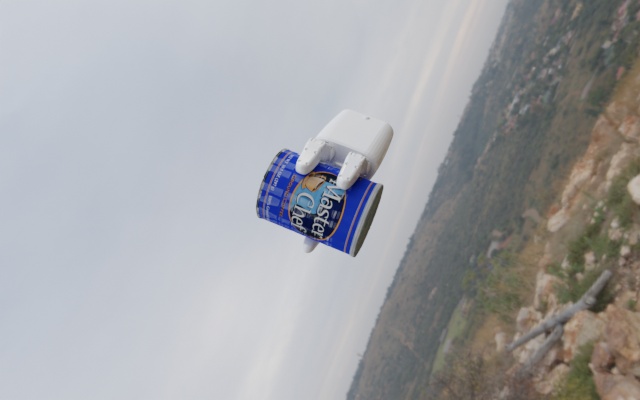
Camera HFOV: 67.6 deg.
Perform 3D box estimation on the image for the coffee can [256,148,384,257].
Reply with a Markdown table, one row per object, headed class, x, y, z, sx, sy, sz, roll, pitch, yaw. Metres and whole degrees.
| class | x | y | z | sx | sy | sz | roll | pitch | yaw |
| --- | --- | --- | --- | --- | --- | --- | --- | --- | --- |
| coffee can | 0.000 | 0.002 | 0.636 | 0.140 | 0.103 | 0.103 | 22 | 4 | 11 |
